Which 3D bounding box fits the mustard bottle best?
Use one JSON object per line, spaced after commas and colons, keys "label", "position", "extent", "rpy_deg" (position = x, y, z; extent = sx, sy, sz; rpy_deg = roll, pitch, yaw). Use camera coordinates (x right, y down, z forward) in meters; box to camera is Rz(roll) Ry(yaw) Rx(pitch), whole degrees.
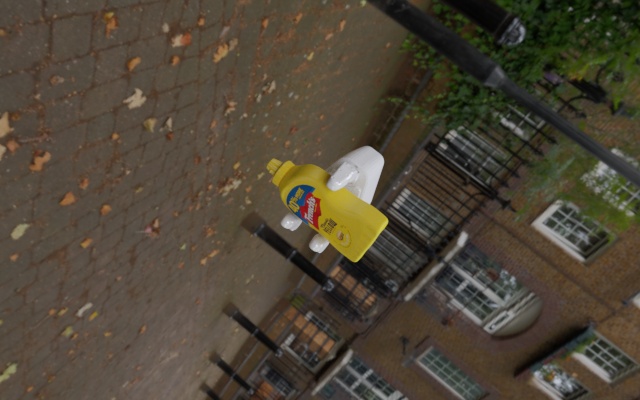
{"label": "mustard bottle", "position": [0.000, 0.003, 0.697], "extent": [0.058, 0.191, 0.096], "rpy_deg": [-46, -9, -37]}
